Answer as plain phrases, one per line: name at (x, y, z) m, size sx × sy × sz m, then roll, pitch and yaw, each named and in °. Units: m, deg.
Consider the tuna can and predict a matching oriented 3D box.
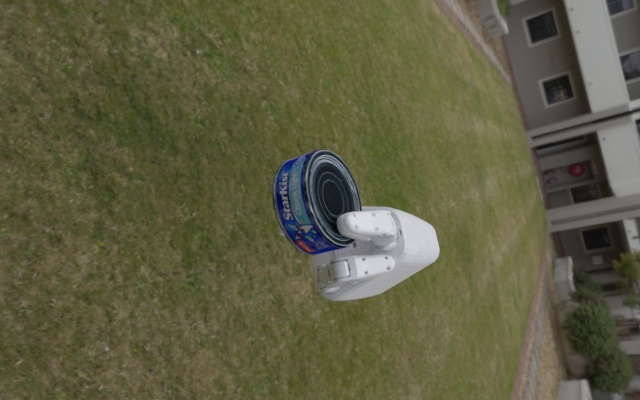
tuna can at (0.000, 0.001, 0.402) m, size 0.034 × 0.086 × 0.086 m, roll -16°, pitch -9°, yaw 32°
